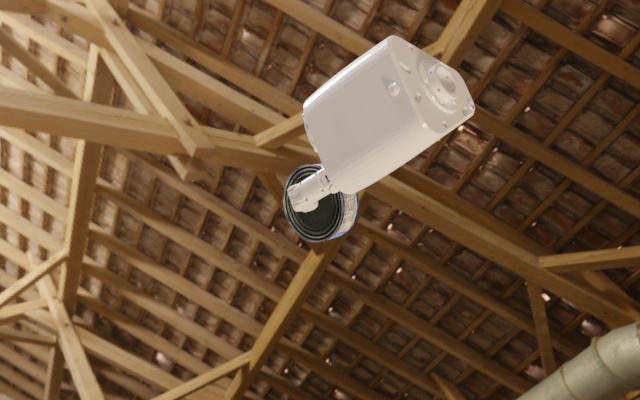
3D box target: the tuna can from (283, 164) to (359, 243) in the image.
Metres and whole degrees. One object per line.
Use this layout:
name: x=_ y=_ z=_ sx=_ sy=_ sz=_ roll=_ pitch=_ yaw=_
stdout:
tuna can: x=0.000 y=0.002 z=0.528 sx=0.086 sy=0.086 sz=0.034 roll=0 pitch=7 yaw=40
